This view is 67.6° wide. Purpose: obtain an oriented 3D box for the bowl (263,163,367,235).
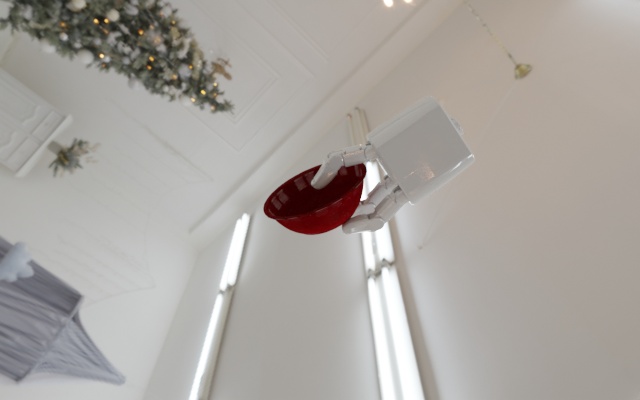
[{"bbox_3d":[-0.001,0.003,0.699,0.162,0.055,0.162,-20,24,9],"label":"bowl"}]
